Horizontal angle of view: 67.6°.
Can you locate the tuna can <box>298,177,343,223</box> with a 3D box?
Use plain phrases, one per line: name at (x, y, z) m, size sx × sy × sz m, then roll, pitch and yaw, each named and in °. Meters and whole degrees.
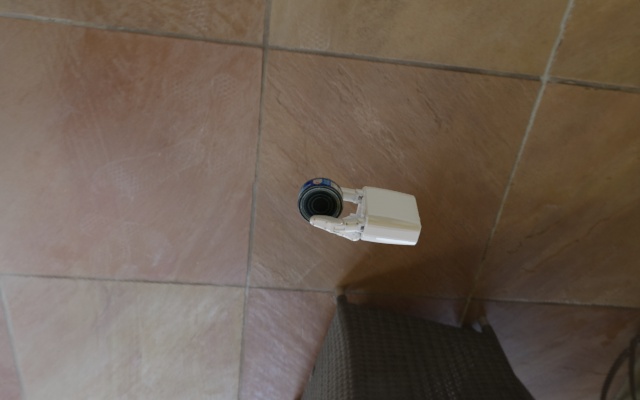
tuna can at (0.000, 0.003, 0.885) m, size 0.086 × 0.086 × 0.033 m, roll 0°, pitch 27°, yaw 1°
